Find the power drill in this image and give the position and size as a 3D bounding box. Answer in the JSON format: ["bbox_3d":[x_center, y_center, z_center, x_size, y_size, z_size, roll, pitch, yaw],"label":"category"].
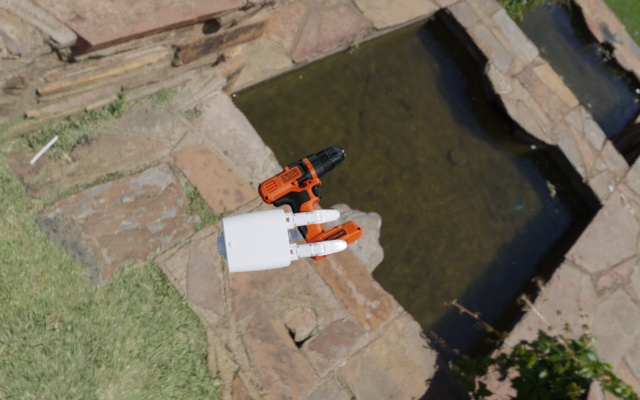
[{"bbox_3d":[0.000,0.003,0.896,0.184,0.187,0.057,-30,-19,-8],"label":"power drill"}]
